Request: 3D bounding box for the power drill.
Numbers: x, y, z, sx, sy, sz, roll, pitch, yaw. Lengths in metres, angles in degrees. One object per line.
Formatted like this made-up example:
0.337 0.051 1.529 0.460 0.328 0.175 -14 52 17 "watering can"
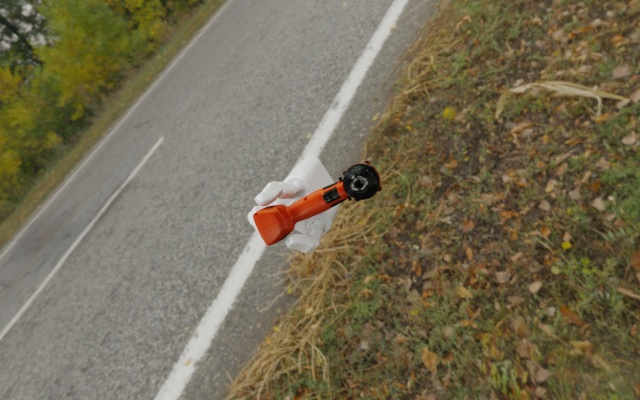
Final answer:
0.000 0.002 0.693 0.187 0.057 0.184 -24 -1 9 "power drill"
